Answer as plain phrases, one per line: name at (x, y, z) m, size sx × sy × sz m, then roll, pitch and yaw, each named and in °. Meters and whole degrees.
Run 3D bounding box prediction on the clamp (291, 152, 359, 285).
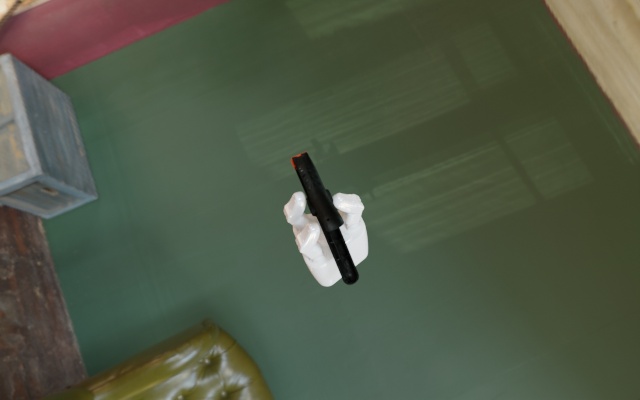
clamp at (0.001, 0.002, 0.681) m, size 0.036 × 0.210 × 0.165 m, roll -22°, pitch -30°, yaw -4°
